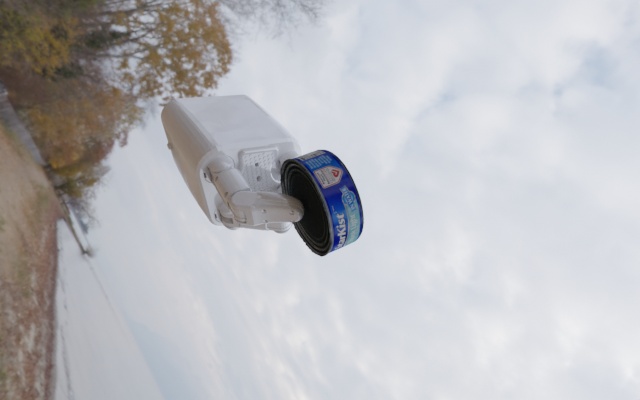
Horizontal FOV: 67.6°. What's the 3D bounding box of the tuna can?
[{"bbox_3d":[0.001,0.001,0.402,0.034,0.086,0.086,-21,8,-22],"label":"tuna can"}]
